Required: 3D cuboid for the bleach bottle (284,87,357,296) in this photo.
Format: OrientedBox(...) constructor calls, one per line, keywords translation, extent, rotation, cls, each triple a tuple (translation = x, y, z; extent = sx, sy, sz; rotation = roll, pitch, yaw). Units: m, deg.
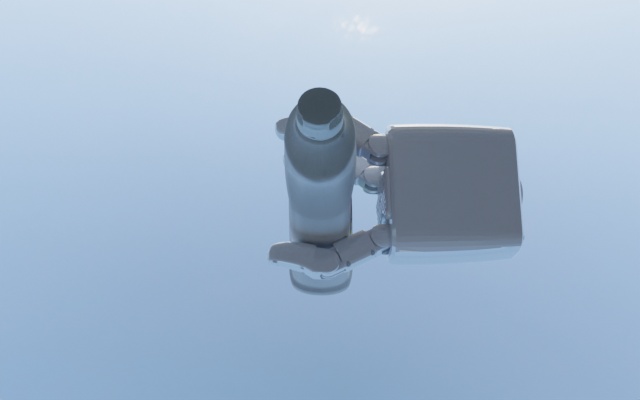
OrientedBox(translation=(0.000, 0.001, 0.409), extent=(0.068, 0.102, 0.251), rotation=(0, -25, 1), cls="bleach bottle")
